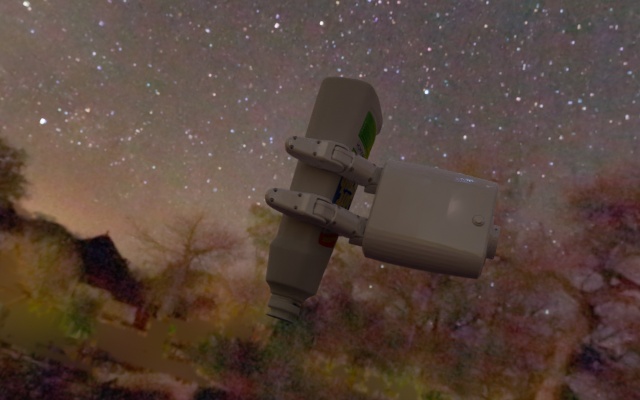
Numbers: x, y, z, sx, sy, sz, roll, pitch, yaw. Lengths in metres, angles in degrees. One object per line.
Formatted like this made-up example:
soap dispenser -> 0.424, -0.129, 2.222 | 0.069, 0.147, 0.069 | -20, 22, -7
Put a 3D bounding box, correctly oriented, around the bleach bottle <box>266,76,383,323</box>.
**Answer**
bleach bottle -> 0.000, 0.002, 0.496 | 0.068, 0.250, 0.103 | 12, -19, 17
